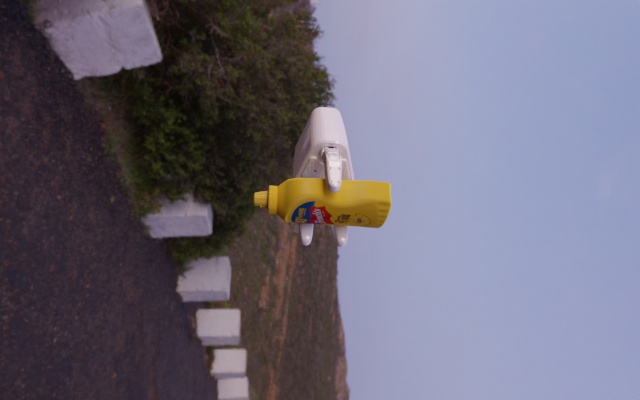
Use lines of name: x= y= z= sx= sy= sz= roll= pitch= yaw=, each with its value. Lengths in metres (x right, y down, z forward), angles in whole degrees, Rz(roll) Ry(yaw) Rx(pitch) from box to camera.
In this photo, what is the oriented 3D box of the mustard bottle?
mustard bottle: x=0.000 y=0.003 z=0.691 sx=0.191 sy=0.058 sz=0.096 roll=3 pitch=-24 yaw=-6
